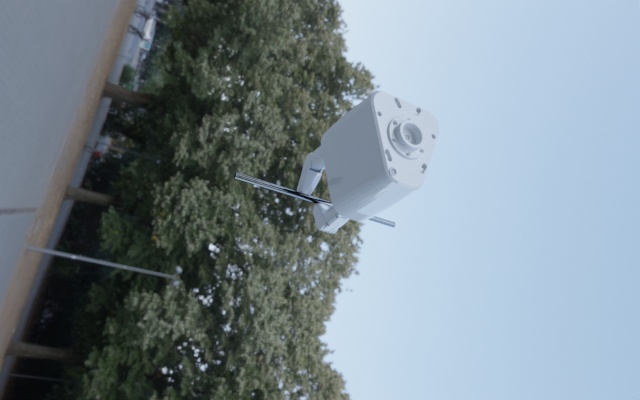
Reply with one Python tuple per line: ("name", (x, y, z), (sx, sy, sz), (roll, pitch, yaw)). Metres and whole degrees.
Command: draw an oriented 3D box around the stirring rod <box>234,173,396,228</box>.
("stirring rod", (0.000, 0.002, 0.637), (0.239, 0.011, 0.011), (17, -7, -23))
